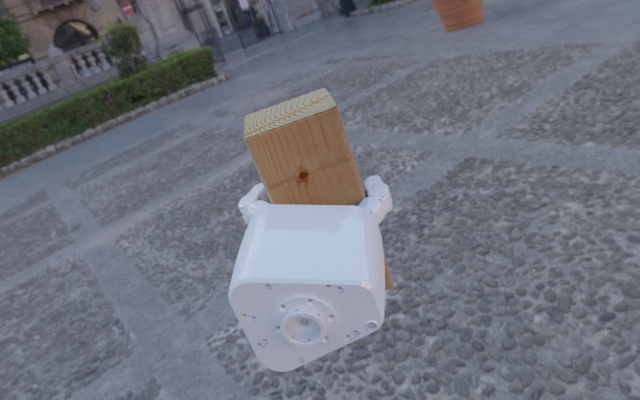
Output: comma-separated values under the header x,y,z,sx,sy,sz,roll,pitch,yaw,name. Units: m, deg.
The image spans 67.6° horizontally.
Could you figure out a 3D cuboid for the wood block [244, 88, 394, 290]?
x,y,z,sx,sy,sz,roll,pitch,yaw,name
0.000,0.002,0.503,0.091,0.206,0.090,-19,25,1,wood block
